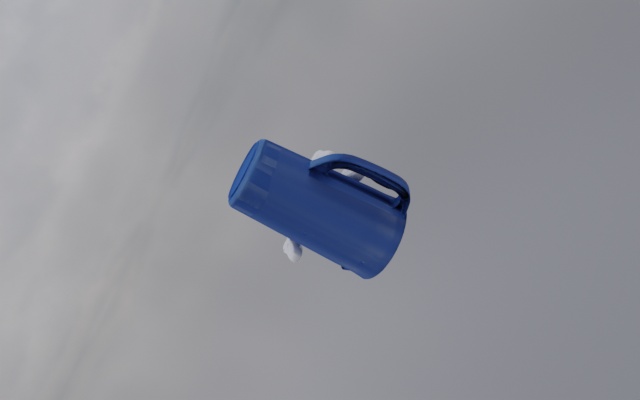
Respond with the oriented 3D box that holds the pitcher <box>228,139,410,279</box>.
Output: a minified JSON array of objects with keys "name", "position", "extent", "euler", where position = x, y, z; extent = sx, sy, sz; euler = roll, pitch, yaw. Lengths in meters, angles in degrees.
[{"name":"pitcher","position":[0.000,0.002,0.695],"extent":[0.243,0.149,0.145],"euler":[27,-8,-16]}]
